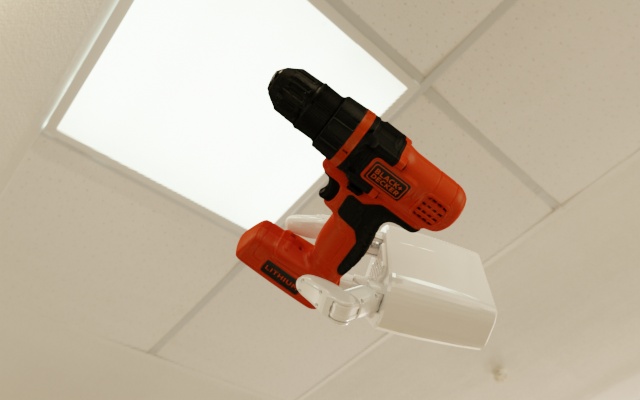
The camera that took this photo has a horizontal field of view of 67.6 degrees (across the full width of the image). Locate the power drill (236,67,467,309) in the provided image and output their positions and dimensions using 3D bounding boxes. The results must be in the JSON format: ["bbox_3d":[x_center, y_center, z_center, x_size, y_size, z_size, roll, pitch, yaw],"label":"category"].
[{"bbox_3d":[0.000,0.002,0.418,0.184,0.188,0.057,37,36,-5],"label":"power drill"}]
